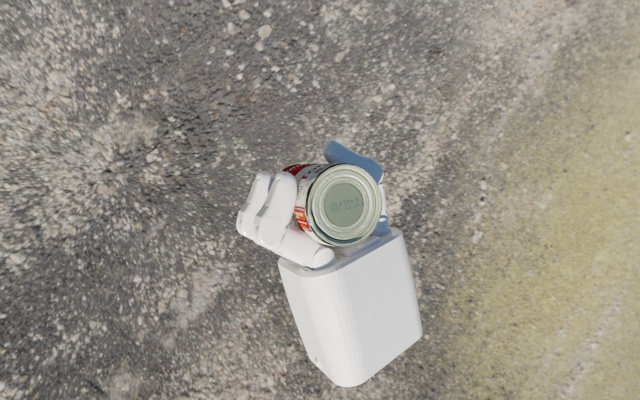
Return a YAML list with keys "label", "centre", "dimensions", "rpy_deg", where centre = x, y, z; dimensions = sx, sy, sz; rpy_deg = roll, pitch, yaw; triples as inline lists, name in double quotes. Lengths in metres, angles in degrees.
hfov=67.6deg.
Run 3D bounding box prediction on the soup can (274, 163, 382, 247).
- label: "soup can"
  centre: [0.000, 0.001, 0.416]
  dimensions: [0.068, 0.068, 0.102]
  rpy_deg: [0, 3, -23]
